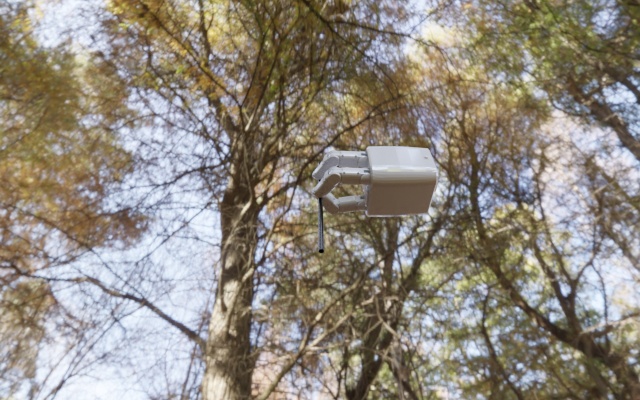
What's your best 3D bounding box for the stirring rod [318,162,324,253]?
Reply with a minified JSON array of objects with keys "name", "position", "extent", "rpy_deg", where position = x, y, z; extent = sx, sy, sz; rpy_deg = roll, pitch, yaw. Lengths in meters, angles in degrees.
[{"name":"stirring rod","position":[0.000,0.003,0.768],"extent":[0.011,0.011,0.239],"rpy_deg":[0,35,-1]}]
